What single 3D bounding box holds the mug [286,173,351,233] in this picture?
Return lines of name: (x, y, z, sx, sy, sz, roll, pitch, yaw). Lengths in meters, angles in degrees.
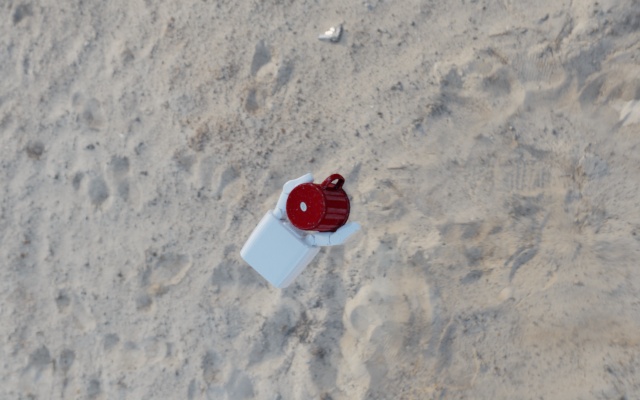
mug: (0.001, 0.002, 0.826, 0.093, 0.117, 0.081, 45, 18, 23)
